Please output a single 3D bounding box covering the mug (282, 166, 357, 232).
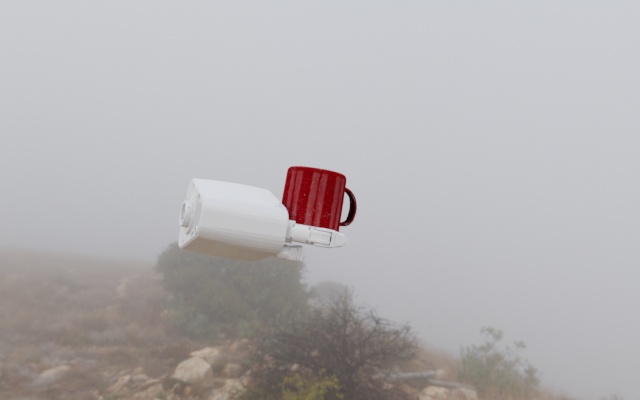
[{"bbox_3d":[0.001,0.002,0.648,0.117,0.081,0.093,11,-3,-28],"label":"mug"}]
